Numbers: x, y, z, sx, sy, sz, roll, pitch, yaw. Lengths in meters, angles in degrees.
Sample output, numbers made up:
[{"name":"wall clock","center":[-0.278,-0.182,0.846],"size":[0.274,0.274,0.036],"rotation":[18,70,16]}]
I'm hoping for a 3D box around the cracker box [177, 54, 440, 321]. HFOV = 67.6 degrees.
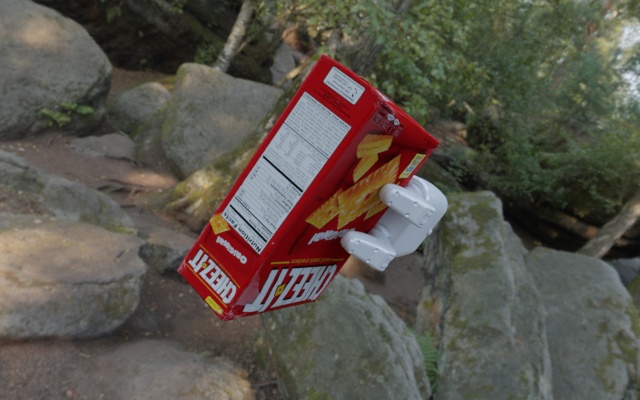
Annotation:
[{"name":"cracker box","center":[0.000,0.001,0.429],"size":[0.072,0.214,0.164],"rotation":[41,14,24]}]
